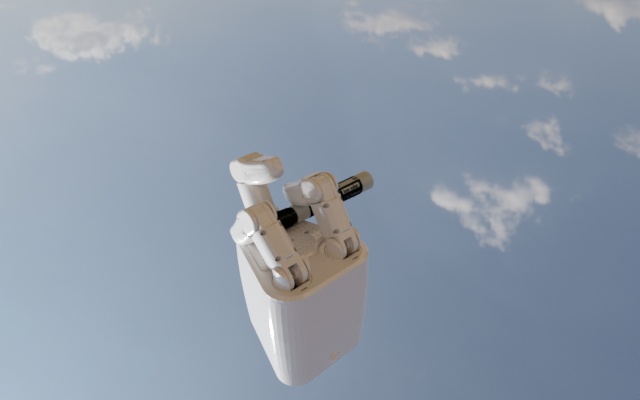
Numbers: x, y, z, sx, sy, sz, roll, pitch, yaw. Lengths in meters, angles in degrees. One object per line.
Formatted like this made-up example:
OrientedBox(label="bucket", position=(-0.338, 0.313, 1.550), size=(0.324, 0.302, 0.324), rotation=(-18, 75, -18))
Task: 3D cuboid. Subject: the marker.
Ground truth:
OrientedBox(label="marker", position=(0.000, 0.001, 0.431), size=(0.121, 0.020, 0.020), rotation=(-25, 15, -34))
